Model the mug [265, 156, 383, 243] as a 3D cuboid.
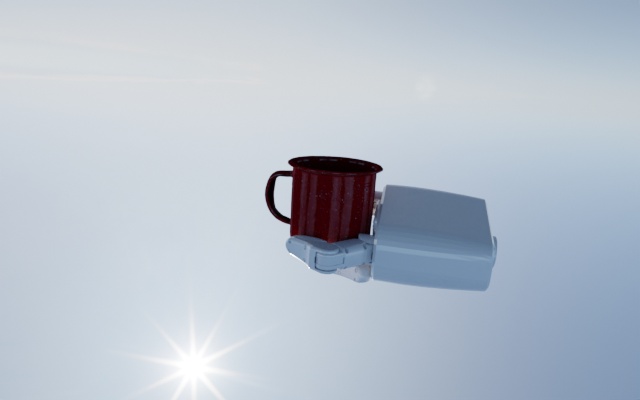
[{"bbox_3d":[-0.001,0.002,0.477,0.117,0.081,0.093,7,14,11],"label":"mug"}]
